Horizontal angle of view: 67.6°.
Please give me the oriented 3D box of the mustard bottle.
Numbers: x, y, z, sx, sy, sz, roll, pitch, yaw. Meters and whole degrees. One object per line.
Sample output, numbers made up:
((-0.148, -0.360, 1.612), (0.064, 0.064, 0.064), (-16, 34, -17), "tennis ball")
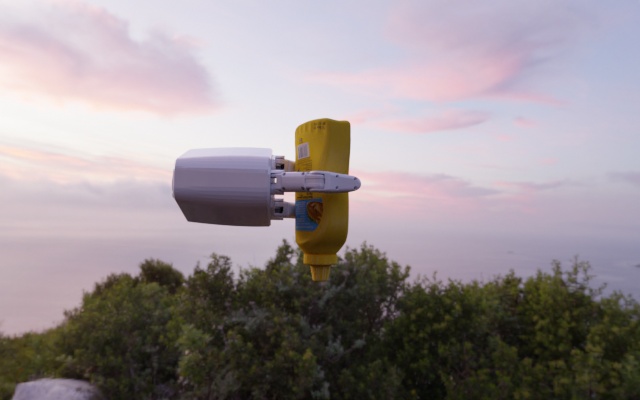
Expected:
((0.000, 0.002, 0.583), (0.058, 0.191, 0.096), (2, -3, -28), "mustard bottle")
